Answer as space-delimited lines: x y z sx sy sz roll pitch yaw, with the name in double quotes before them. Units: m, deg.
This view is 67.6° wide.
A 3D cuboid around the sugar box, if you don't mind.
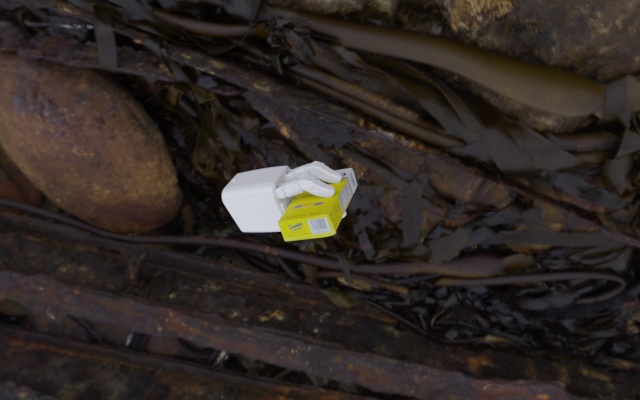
"sugar box" 0.000 0.002 0.839 0.093 0.048 0.176 -8 28 21
